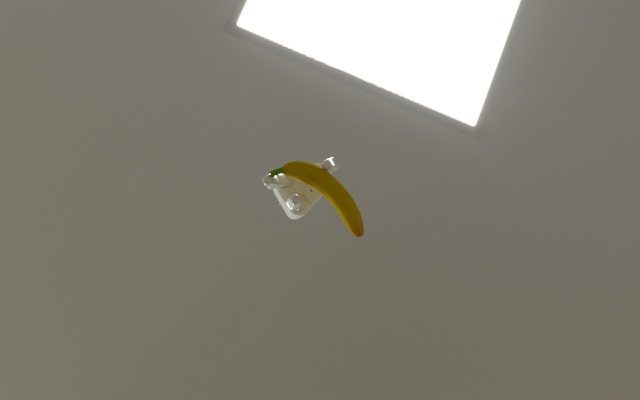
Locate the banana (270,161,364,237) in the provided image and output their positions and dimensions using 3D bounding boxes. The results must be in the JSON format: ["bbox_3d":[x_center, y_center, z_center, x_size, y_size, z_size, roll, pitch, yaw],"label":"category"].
[{"bbox_3d":[0.008,-0.014,0.855,0.198,0.069,0.037,35,-13,-2],"label":"banana"}]
